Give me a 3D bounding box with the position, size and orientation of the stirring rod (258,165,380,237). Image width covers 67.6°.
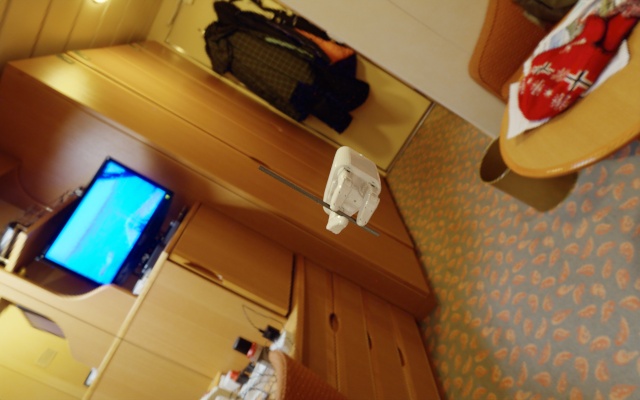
[{"bbox_3d":[0.000,0.003,0.822,0.239,0.011,0.011,30,-6,-11],"label":"stirring rod"}]
